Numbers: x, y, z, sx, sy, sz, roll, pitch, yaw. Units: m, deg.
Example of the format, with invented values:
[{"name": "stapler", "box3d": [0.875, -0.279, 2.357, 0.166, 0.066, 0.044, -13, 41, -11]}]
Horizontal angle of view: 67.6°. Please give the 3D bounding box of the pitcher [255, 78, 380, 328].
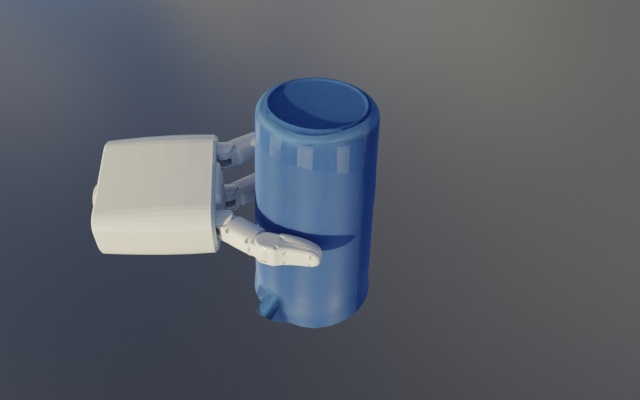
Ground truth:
[{"name": "pitcher", "box3d": [0.000, 0.002, 0.491, 0.145, 0.243, 0.149, -1, 42, -5]}]
